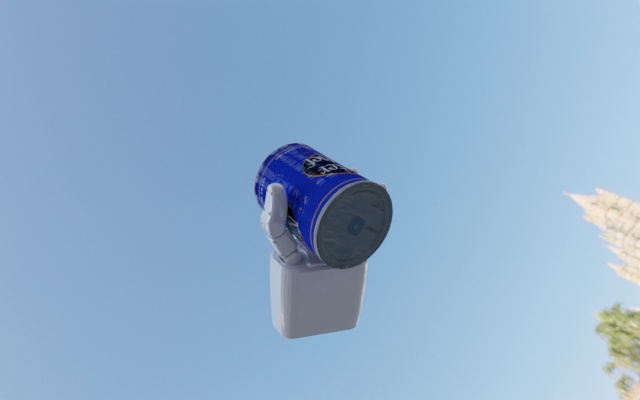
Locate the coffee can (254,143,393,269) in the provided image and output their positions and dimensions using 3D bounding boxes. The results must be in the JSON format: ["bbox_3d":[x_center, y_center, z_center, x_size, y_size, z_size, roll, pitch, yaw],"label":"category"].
[{"bbox_3d":[0.000,0.002,0.559,0.103,0.103,0.140,0,23,-37],"label":"coffee can"}]
